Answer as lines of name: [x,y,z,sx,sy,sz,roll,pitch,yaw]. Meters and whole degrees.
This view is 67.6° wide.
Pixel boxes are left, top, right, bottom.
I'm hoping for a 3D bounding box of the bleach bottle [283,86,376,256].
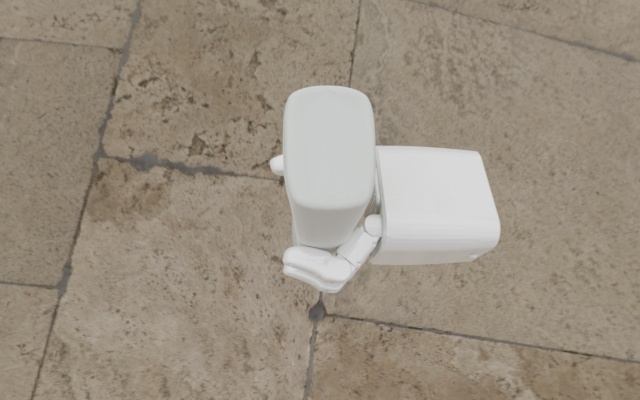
bleach bottle: [0.000,0.002,0.456,0.068,0.102,0.251,0,-19,-3]
